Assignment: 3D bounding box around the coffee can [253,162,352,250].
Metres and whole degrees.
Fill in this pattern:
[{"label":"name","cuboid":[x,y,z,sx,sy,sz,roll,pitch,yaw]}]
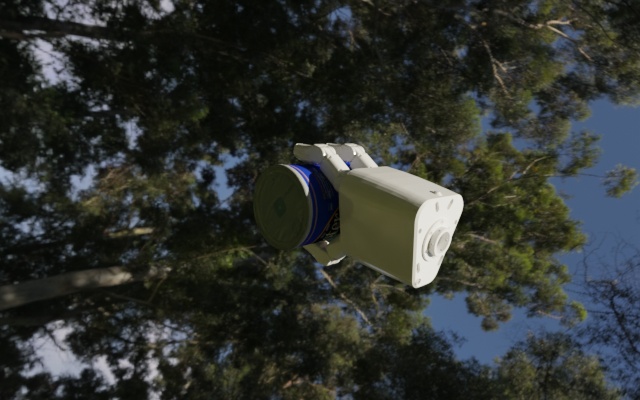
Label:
[{"label":"coffee can","cuboid":[0.000,0.002,0.613,0.140,0.103,0.103,-8,5,-45]}]
